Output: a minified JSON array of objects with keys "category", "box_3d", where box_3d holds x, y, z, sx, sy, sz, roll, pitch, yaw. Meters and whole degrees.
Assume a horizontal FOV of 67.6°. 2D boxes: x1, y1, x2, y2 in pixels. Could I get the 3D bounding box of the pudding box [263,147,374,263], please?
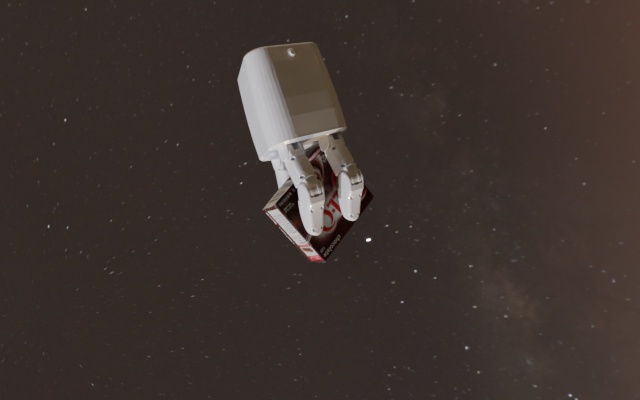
[{"category":"pudding box","box_3d":[0.000,0.002,0.556,0.113,0.090,0.039,-50,20,-27]}]
